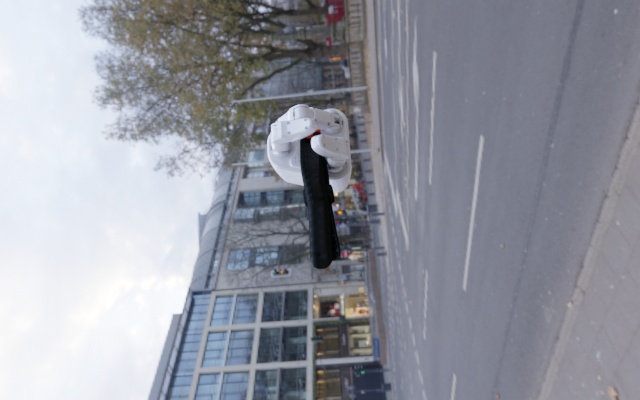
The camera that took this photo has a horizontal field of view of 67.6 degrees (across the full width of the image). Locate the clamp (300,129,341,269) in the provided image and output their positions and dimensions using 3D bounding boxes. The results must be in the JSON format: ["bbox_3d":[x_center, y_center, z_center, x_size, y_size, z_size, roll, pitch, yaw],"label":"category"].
[{"bbox_3d":[-0.001,0.002,0.593,0.039,0.171,0.120,-5,-12,2],"label":"clamp"}]
